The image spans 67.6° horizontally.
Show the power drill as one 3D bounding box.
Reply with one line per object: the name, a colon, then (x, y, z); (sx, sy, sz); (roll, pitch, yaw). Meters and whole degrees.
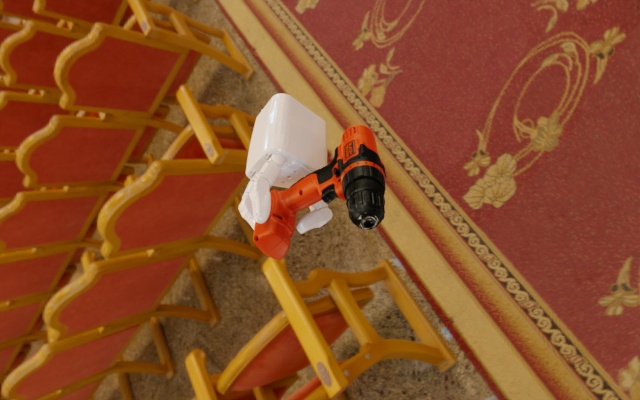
power drill: (0.000, 0.002, 0.610); (0.188, 0.057, 0.184); (-32, 30, 23)
